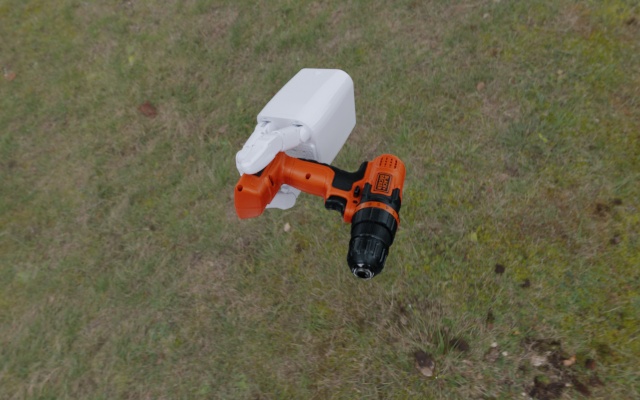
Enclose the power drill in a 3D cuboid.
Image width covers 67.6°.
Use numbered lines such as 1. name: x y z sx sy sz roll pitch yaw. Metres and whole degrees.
1. power drill: 0.000 0.002 0.558 0.187 0.057 0.184 13 43 9
